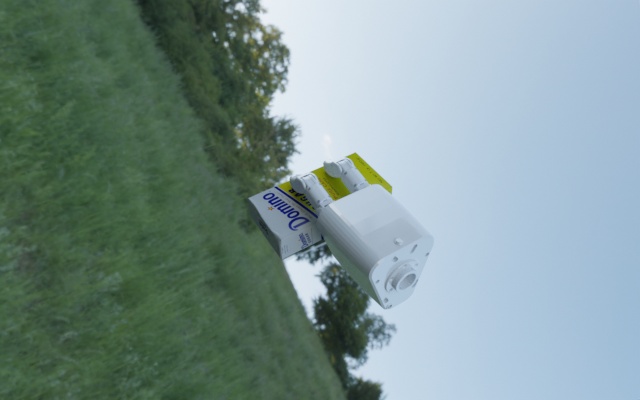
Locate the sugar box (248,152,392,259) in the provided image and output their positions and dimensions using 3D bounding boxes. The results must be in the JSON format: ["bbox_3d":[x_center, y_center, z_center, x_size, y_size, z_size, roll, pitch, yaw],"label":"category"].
[{"bbox_3d":[0.000,0.002,0.653,0.176,0.048,0.093,-23,48,-22],"label":"sugar box"}]
